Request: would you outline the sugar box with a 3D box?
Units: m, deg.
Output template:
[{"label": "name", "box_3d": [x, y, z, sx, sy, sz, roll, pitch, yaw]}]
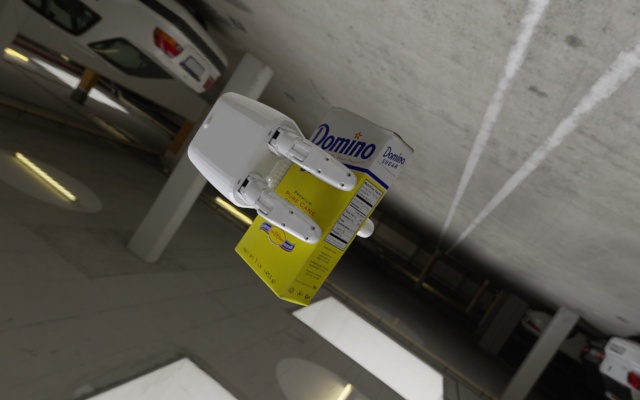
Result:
[{"label": "sugar box", "box_3d": [0.000, 0.001, 0.454, 0.048, 0.176, 0.093, 29, 4, -45]}]
